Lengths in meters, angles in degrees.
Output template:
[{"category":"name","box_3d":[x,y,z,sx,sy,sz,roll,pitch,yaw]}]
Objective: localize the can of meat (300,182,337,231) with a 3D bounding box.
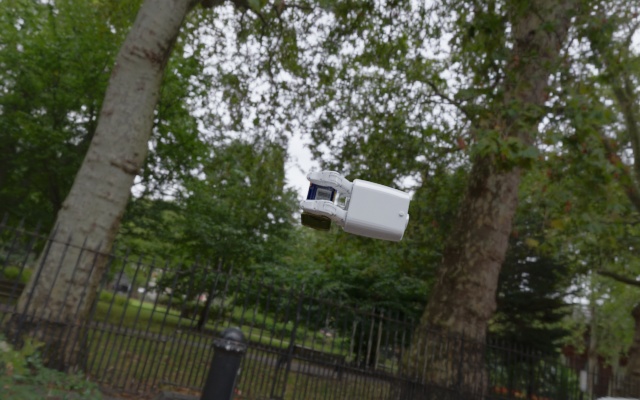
[{"category":"can of meat","box_3d":[0.000,0.003,0.898,0.057,0.084,0.102,13,-16,3]}]
